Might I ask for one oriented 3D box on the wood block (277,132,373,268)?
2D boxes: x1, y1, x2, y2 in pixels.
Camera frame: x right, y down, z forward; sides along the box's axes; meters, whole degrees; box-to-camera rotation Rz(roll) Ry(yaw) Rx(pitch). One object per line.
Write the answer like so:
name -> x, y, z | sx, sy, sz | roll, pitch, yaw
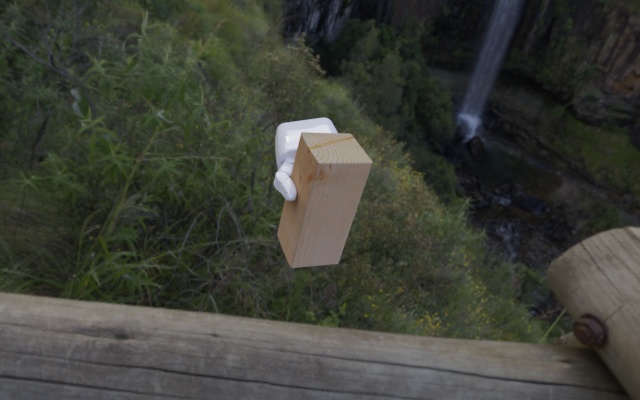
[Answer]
wood block -> 0.000, 0.002, 0.772 | 0.091, 0.206, 0.090 | -2, 38, -23
